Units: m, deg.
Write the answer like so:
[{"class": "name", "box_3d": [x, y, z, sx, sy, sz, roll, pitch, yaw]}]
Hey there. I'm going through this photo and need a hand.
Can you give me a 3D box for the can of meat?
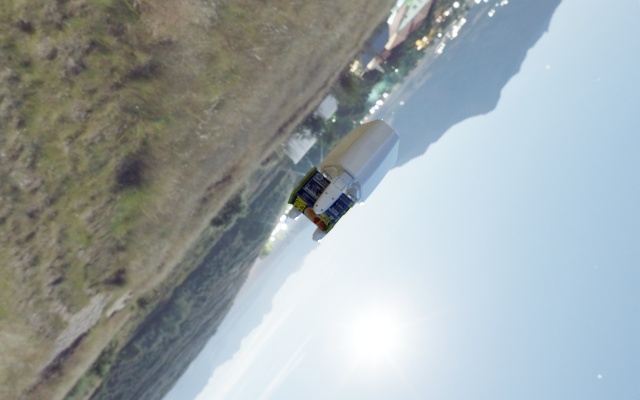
[{"class": "can of meat", "box_3d": [0.000, 0.003, 0.755, 0.084, 0.057, 0.102, 40, -16, 2]}]
